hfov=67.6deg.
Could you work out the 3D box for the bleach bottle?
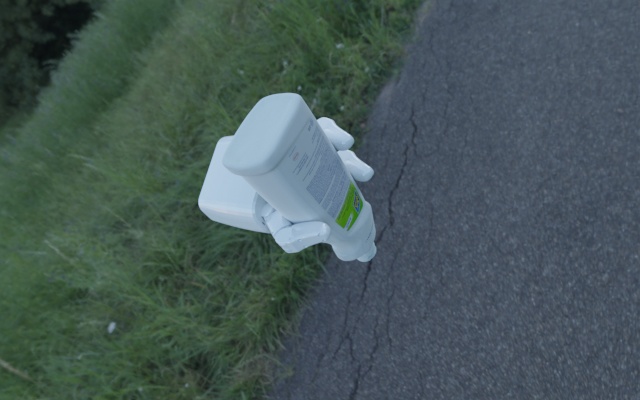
[{"bbox_3d":[0.000,0.002,0.542,0.068,0.102,0.251,5,-33,37],"label":"bleach bottle"}]
